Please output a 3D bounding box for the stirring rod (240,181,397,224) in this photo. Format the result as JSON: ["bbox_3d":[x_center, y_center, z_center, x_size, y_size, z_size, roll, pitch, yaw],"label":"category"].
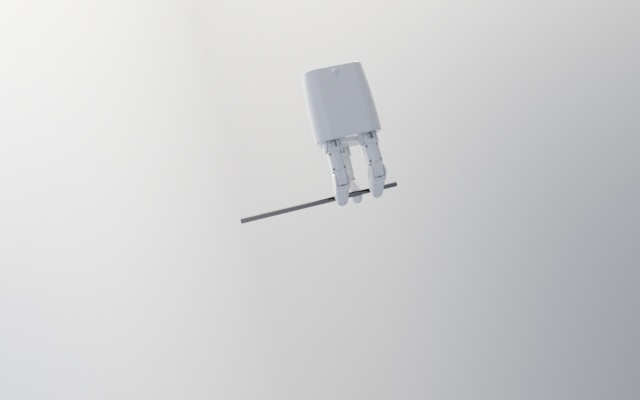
[{"bbox_3d":[0.000,0.002,0.709,0.239,0.011,0.011,-14,2,-9],"label":"stirring rod"}]
